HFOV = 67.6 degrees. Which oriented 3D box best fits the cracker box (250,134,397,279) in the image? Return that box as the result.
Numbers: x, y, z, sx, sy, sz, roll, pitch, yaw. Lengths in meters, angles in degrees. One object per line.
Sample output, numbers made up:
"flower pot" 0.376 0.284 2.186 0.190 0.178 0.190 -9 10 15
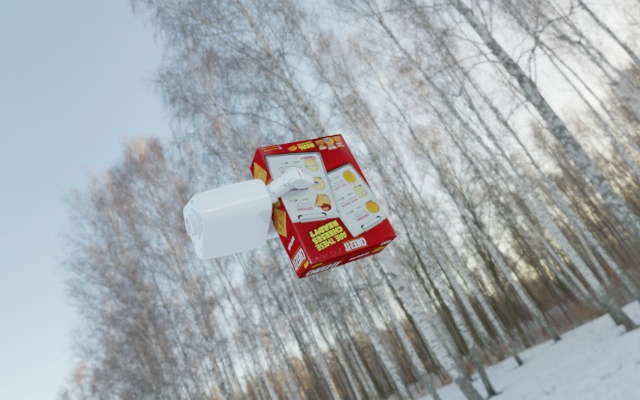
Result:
"cracker box" 0.000 0.002 0.784 0.164 0.213 0.072 -14 -24 -29
